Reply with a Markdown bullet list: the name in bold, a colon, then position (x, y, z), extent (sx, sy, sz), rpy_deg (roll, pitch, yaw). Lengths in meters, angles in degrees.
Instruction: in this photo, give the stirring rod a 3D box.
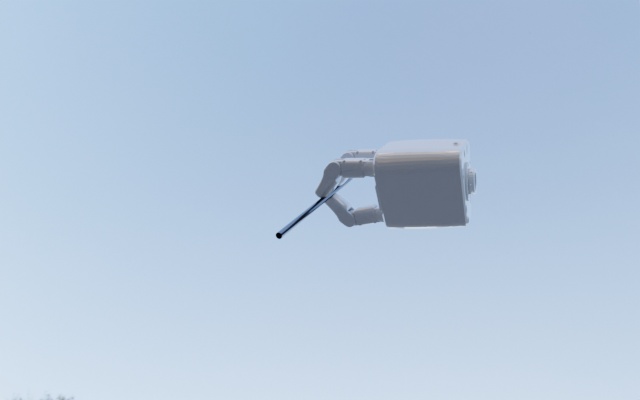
- **stirring rod**: position (0.000, 0.002, 0.629), extent (0.011, 0.011, 0.239), rpy_deg (0, 18, 24)
